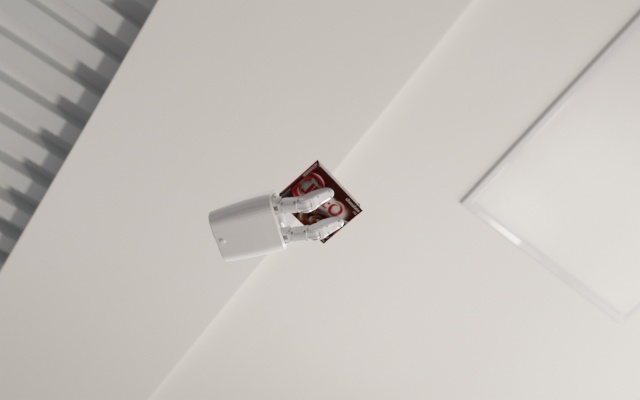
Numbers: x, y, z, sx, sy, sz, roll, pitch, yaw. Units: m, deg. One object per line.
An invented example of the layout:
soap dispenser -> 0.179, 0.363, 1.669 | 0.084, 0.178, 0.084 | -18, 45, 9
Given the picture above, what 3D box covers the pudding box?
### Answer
pudding box -> 0.000, 0.003, 0.794 | 0.090, 0.113, 0.039 | -41, 22, 12
